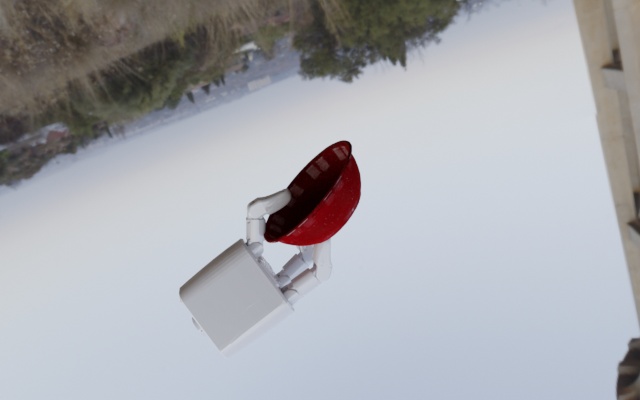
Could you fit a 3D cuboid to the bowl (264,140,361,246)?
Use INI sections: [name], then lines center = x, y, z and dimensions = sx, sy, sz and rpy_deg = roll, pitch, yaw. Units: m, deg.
[bowl]
center = 0.001, 0.001, 0.604
dimensions = 0.055, 0.162, 0.162
rpy_deg = 39, -15, -18
